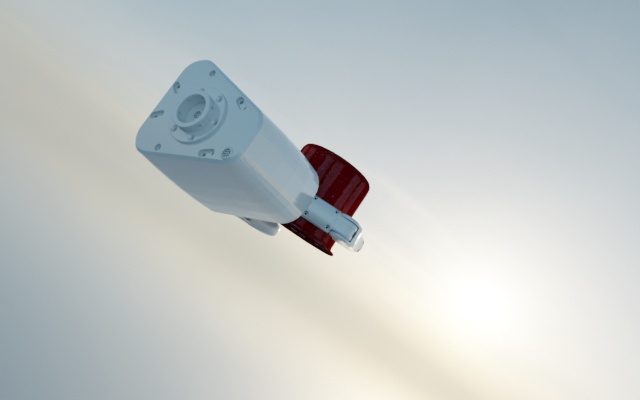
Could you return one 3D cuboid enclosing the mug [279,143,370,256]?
[{"bbox_3d":[0.001,0.002,0.492,0.093,0.081,0.117,30,-10,29],"label":"mug"}]
